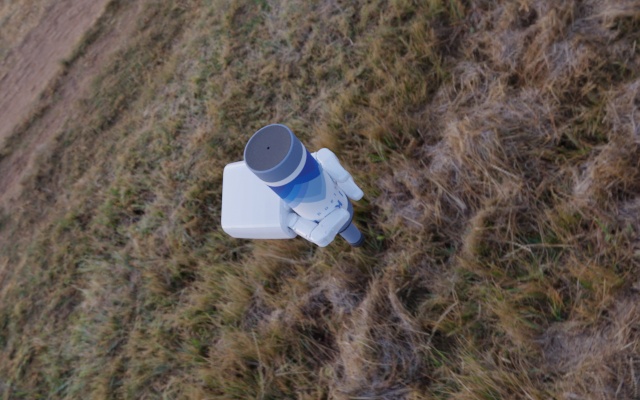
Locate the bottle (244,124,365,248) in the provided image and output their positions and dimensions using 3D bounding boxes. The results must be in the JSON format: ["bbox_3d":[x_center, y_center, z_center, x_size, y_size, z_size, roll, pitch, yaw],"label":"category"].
[{"bbox_3d":[0.000,0.002,0.670,0.069,0.069,0.296,0,-25,27],"label":"bottle"}]
